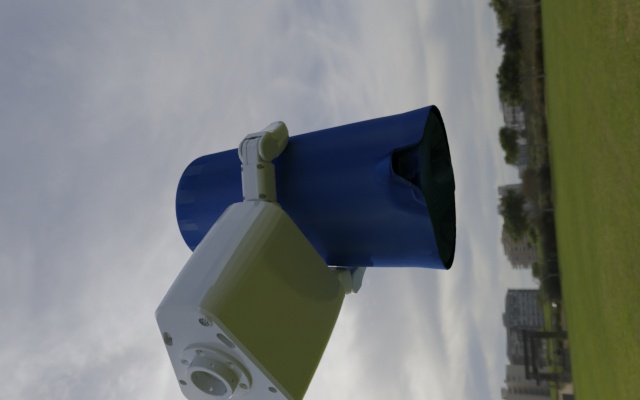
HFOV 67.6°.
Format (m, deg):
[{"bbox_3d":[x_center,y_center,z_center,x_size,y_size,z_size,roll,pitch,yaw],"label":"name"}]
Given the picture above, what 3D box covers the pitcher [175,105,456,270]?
[{"bbox_3d":[0.000,0.002,0.441,0.243,0.149,0.145,-5,33,24],"label":"pitcher"}]
